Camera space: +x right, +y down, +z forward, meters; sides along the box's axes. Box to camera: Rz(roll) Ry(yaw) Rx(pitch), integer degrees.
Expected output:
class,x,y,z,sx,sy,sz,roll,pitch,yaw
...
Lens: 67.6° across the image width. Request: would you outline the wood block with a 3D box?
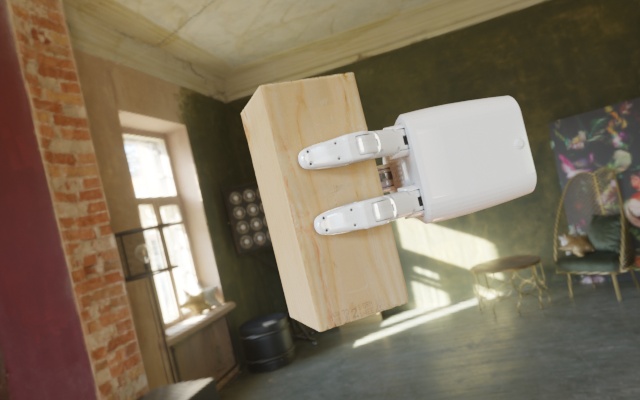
class,x,y,z,sx,sy,sz,roll,pitch,yaw
wood block,0.000,0.001,0.441,0.090,0.206,0.091,-13,-1,-20
